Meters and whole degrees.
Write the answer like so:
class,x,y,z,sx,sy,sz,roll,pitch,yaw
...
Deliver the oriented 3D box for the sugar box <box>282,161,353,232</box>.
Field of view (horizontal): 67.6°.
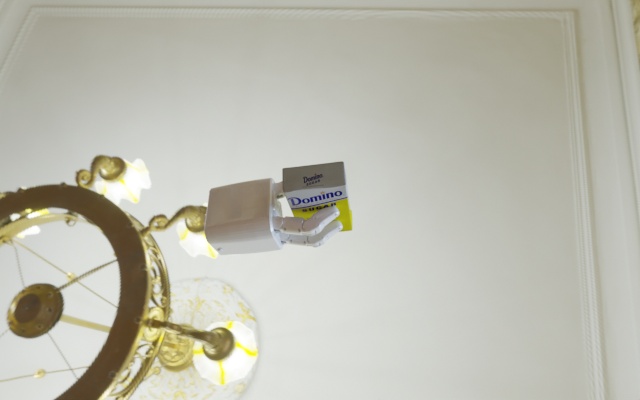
class,x,y,z,sx,sy,sz,roll,pitch,yaw
sugar box,0.000,0.003,0.754,0.093,0.048,0.176,-6,-23,5
